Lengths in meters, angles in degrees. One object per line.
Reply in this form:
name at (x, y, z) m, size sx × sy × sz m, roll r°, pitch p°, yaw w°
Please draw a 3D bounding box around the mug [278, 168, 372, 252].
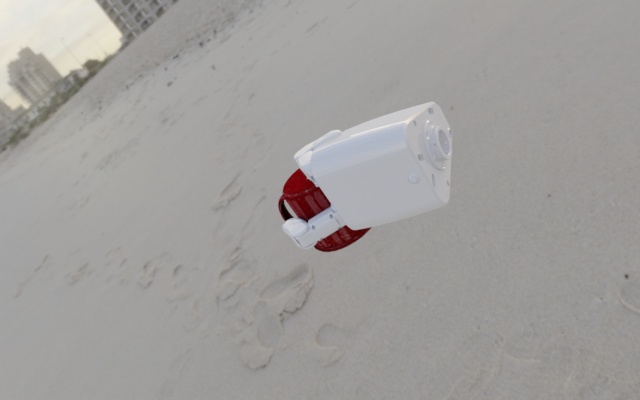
mug at (-0.001, 0.002, 0.564) m, size 0.117 × 0.081 × 0.093 m, roll -16°, pitch 30°, yaw 35°
